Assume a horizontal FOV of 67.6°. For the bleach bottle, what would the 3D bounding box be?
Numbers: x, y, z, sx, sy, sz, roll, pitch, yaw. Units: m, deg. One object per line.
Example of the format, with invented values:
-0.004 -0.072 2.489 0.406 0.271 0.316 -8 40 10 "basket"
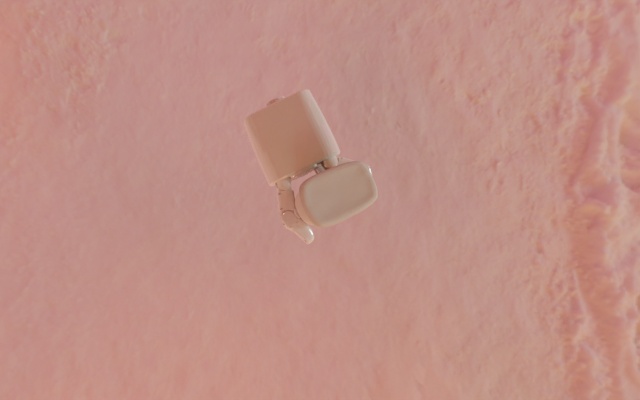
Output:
0.000 0.002 0.715 0.102 0.068 0.251 -24 0 -13 "bleach bottle"
